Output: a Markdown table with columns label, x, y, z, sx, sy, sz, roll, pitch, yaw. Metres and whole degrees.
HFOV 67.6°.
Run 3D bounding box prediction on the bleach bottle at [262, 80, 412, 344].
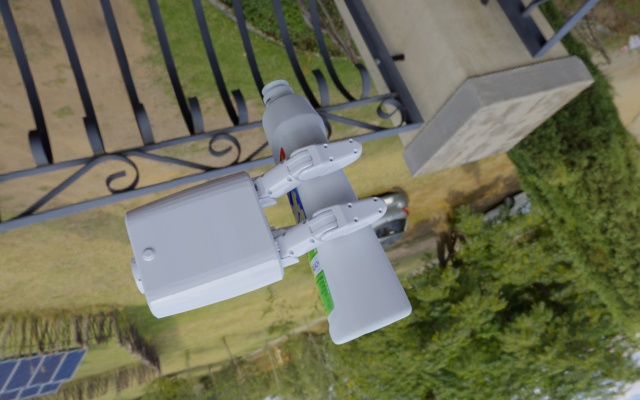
| label | x | y | z | sx | sy | sz | roll | pitch | yaw |
| --- | --- | --- | --- | --- | --- | --- | --- | --- | --- |
| bleach bottle | 0.000 | 0.001 | 0.449 | 0.068 | 0.250 | 0.103 | -19 | -17 | -12 |
